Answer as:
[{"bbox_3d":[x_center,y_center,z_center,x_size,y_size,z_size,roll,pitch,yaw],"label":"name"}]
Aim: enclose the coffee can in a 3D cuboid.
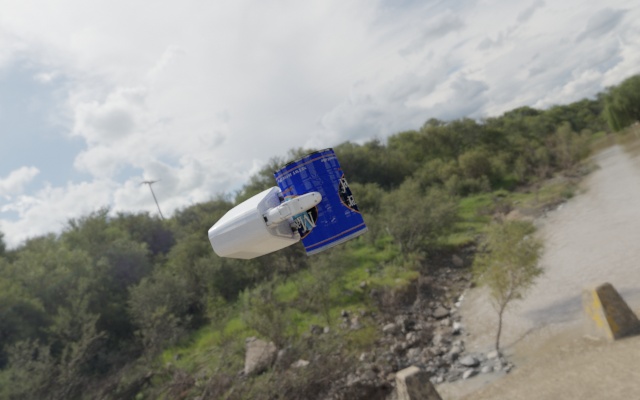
[{"bbox_3d":[0.000,0.003,0.744,0.103,0.140,0.103,-23,-2,-1],"label":"coffee can"}]
